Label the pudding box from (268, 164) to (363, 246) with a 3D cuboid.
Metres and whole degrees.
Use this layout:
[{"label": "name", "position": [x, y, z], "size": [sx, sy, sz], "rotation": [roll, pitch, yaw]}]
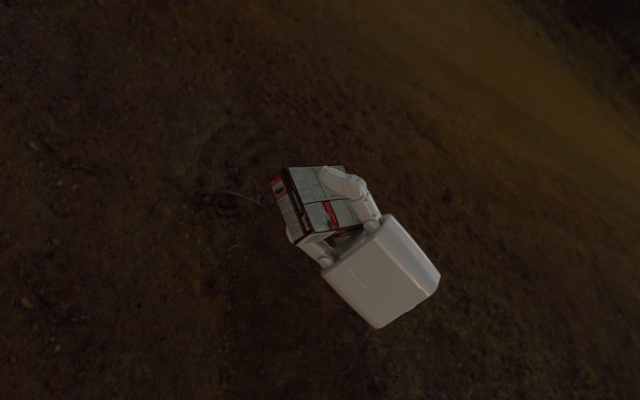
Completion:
[{"label": "pudding box", "position": [0.000, 0.002, 0.593], "size": [0.039, 0.090, 0.113], "rotation": [-34, -18, 36]}]
